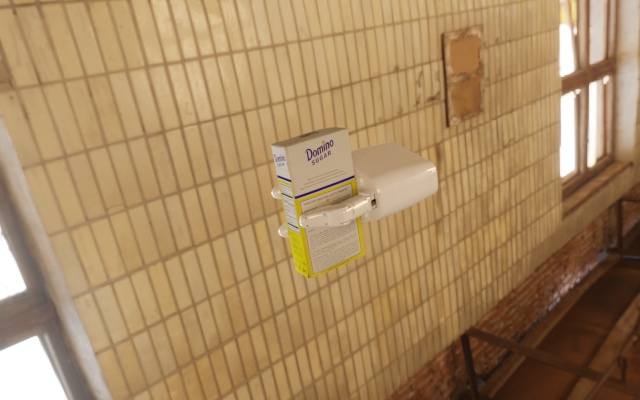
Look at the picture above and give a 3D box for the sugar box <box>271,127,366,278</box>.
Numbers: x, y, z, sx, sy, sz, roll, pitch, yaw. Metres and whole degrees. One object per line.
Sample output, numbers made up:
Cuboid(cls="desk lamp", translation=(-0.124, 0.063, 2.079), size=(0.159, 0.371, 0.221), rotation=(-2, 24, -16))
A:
Cuboid(cls="sugar box", translation=(0.000, 0.002, 0.611), size=(0.093, 0.176, 0.048), rotation=(-20, 20, -29))
